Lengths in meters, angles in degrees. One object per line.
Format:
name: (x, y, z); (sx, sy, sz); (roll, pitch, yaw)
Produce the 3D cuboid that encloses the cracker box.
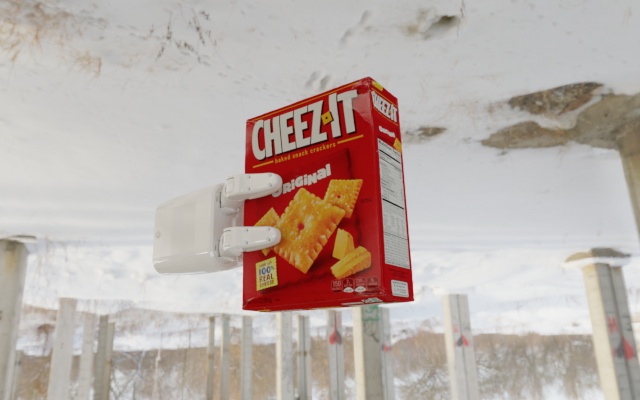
cracker box: (0.000, 0.002, 0.490); (0.164, 0.213, 0.072); (-12, -19, 32)
